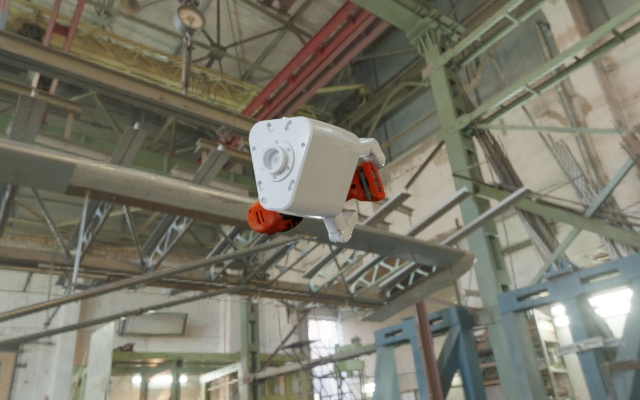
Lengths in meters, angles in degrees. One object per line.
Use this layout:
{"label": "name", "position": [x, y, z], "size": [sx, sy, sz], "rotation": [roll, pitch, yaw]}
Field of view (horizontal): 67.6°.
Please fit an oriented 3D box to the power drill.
{"label": "power drill", "position": [0.000, 0.002, 0.718], "size": [0.187, 0.057, 0.184], "rotation": [-21, -3, 12]}
